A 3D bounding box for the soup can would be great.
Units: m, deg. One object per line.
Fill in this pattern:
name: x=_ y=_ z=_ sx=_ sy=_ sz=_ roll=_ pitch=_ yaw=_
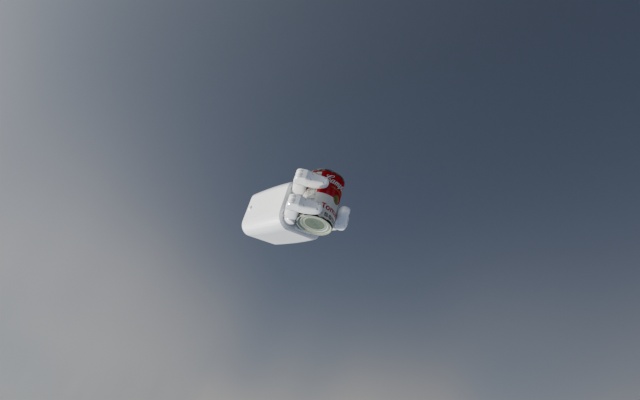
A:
soup can: x=0.001 y=0.003 z=0.856 sx=0.068 sy=0.102 sz=0.069 roll=11 pitch=-33 yaw=7
